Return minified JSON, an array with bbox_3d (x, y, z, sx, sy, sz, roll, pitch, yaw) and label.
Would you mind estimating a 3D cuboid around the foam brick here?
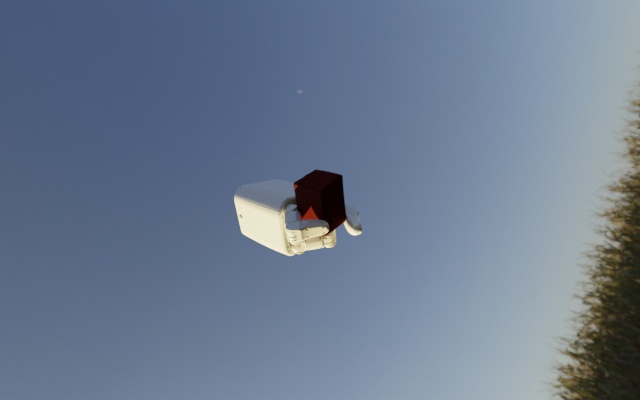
[{"bbox_3d":[0.000,0.002,0.692,0.051,0.078,0.053,18,38,37],"label":"foam brick"}]
